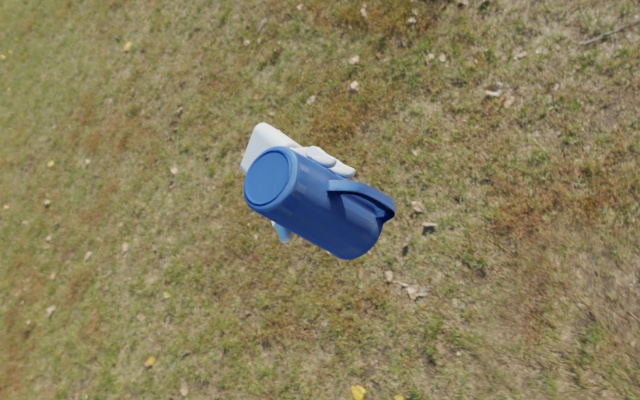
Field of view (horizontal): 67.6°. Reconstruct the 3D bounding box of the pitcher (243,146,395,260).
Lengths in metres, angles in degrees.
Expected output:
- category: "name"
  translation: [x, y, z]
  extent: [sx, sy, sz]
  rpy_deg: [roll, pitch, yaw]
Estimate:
- category: "pitcher"
  translation: [0.000, 0.003, 0.786]
  extent: [0.243, 0.149, 0.145]
  rpy_deg: [30, 10, -48]
